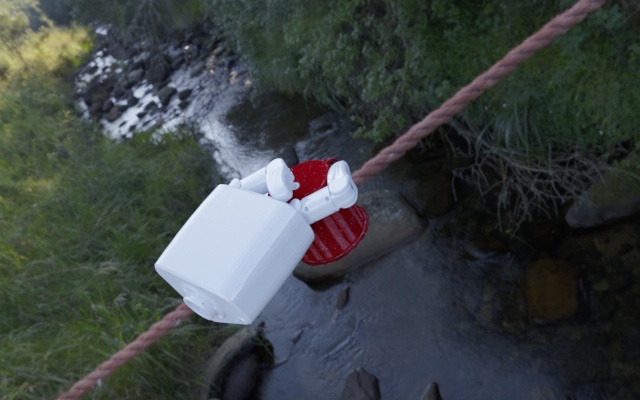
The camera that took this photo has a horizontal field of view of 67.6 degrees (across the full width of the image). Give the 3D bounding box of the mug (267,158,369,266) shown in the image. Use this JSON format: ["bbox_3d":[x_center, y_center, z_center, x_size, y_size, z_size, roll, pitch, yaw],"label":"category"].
[{"bbox_3d":[0.001,0.001,0.529,0.093,0.117,0.081,1,-44,43],"label":"mug"}]
